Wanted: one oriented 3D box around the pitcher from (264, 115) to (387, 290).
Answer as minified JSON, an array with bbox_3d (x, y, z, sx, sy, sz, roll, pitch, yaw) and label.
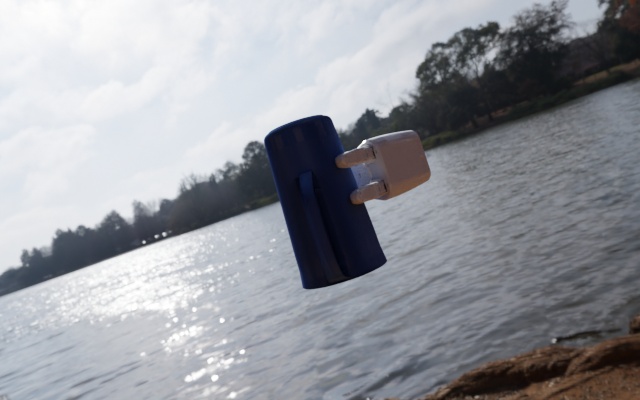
[{"bbox_3d":[0.000,0.002,0.706,0.145,0.243,0.149,-19,1,-35],"label":"pitcher"}]
